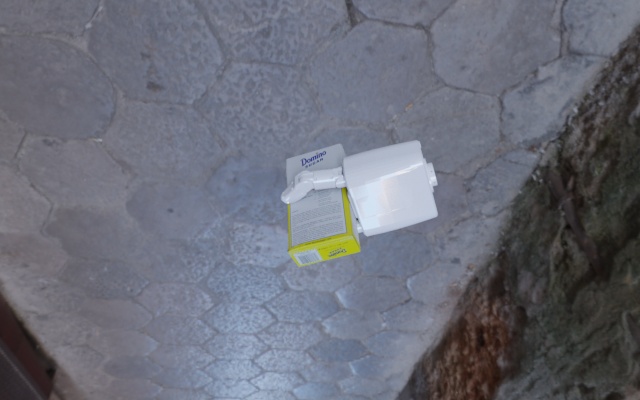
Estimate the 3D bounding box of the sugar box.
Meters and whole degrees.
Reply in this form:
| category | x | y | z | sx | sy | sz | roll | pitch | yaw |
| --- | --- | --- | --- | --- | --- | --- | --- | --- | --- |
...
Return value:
| category | x | y | z | sx | sy | sz | roll | pitch | yaw |
| --- | --- | --- | --- | --- | --- | --- | --- | --- | --- |
| sugar box | 0.000 | 0.003 | 0.687 | 0.093 | 0.176 | 0.048 | -15 | -44 | 13 |
